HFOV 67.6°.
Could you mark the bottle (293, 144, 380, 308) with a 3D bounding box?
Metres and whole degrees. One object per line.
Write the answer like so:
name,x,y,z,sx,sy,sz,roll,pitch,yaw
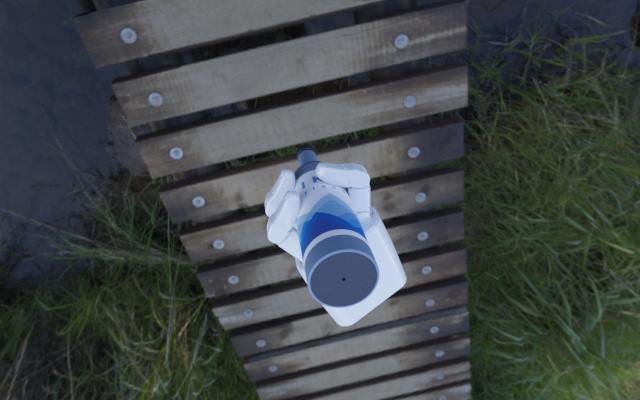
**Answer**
bottle,0.000,0.002,0.558,0.069,0.069,0.295,0,28,-9
